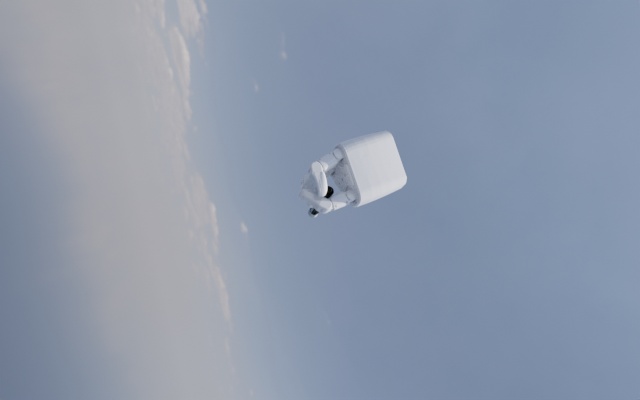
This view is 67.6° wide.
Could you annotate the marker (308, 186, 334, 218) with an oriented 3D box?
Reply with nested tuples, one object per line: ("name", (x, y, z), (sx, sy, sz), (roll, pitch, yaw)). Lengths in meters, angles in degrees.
("marker", (0.000, 0.003, 0.863), (0.020, 0.020, 0.121), (0, -21, -16))
